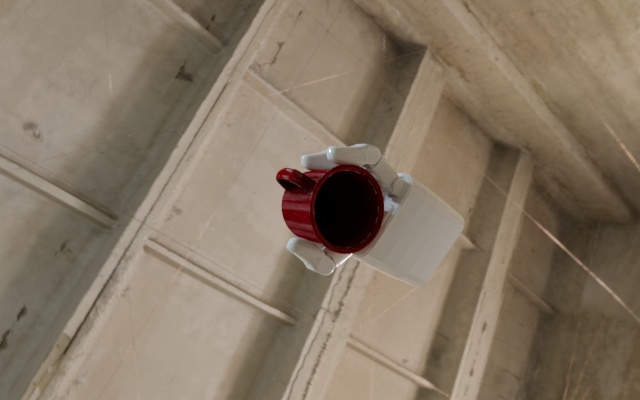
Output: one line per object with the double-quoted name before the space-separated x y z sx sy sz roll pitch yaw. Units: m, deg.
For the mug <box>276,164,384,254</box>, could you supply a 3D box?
"mug" -0.001 0.001 0.519 0.117 0.093 0.081 33 -14 -28
